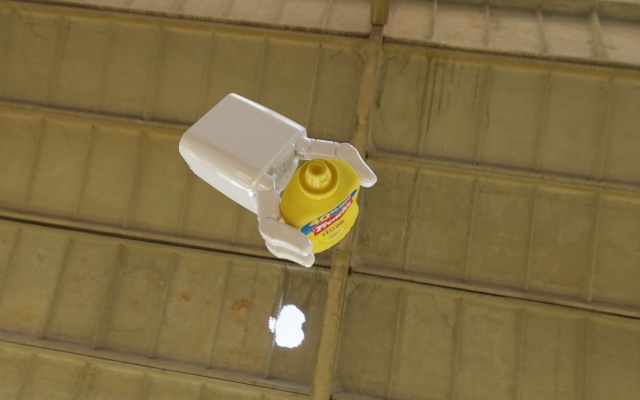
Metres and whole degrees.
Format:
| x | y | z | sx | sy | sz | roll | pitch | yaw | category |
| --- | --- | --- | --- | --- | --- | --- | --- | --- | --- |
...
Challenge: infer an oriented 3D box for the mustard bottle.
| x | y | z | sx | sy | sz | roll | pitch | yaw | category |
| --- | --- | --- | --- | --- | --- | --- | --- | --- | --- |
| 0.000 | 0.002 | 0.541 | 0.096 | 0.058 | 0.192 | -34 | -18 | -10 | mustard bottle |
